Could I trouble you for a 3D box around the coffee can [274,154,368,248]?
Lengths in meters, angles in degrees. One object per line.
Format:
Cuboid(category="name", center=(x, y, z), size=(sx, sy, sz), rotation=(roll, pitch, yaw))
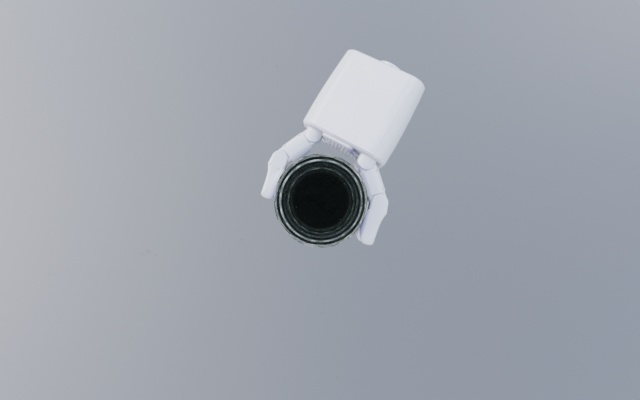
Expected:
Cuboid(category="coffee can", center=(0.000, 0.002, 0.586), size=(0.103, 0.103, 0.140), rotation=(0, -1, 0))
